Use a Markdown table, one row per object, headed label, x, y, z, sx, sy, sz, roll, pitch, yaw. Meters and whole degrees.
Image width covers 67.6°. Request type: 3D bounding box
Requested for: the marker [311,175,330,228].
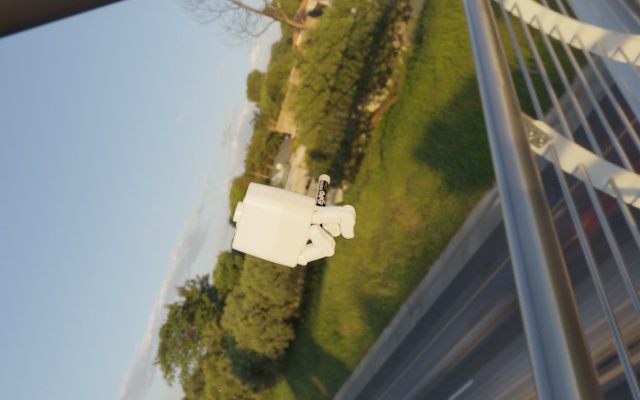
| label | x | y | z | sx | sy | sz | roll | pitch | yaw |
| --- | --- | --- | --- | --- | --- | --- | --- | --- | --- |
| marker | 0.000 | 0.003 | 0.785 | 0.020 | 0.020 | 0.121 | 0 | 43 | 9 |
